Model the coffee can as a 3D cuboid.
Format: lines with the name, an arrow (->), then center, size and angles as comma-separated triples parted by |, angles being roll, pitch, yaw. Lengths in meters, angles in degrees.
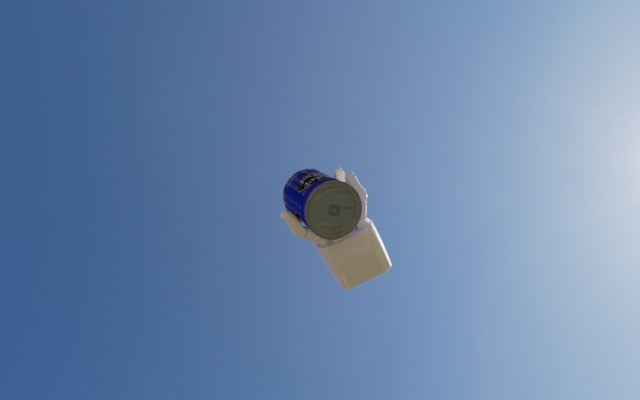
coffee can -> 0.000, 0.003, 0.866 | 0.103, 0.103, 0.140 | 0, 12, -21
